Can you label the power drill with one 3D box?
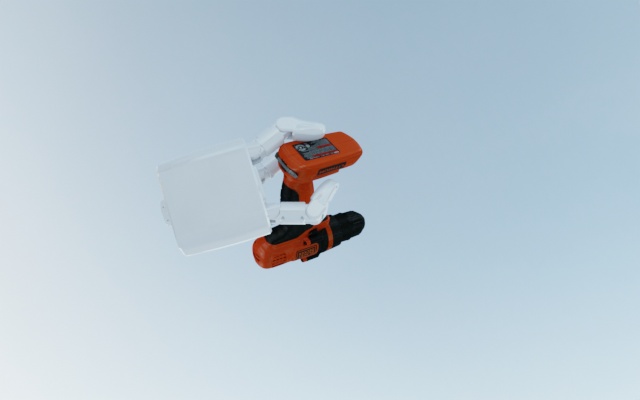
[{"bbox_3d":[0.000,0.002,0.646,0.184,0.188,0.057,-18,46,-32],"label":"power drill"}]
